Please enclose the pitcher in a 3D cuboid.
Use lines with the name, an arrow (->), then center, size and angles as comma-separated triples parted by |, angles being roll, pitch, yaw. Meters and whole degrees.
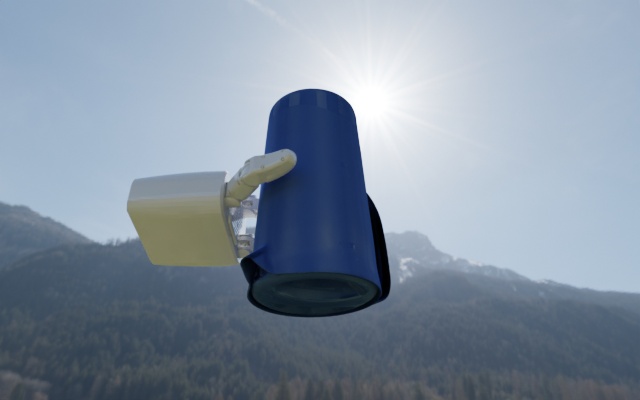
pitcher -> 0.000, 0.002, 0.536 | 0.145, 0.242, 0.149 | -4, -31, 6
